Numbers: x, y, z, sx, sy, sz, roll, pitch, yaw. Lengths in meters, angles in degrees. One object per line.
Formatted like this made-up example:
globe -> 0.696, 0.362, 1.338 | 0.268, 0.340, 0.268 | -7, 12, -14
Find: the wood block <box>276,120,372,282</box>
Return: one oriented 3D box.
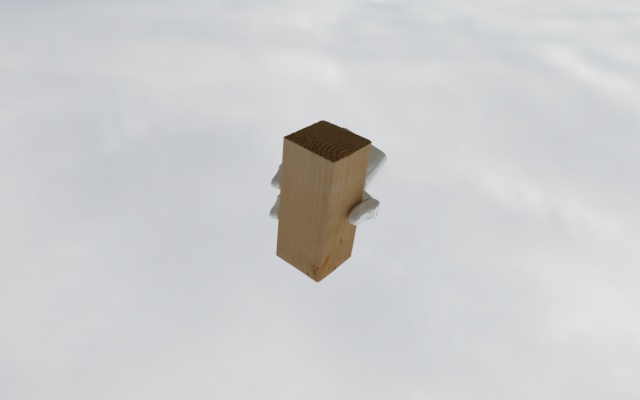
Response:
wood block -> 0.001, 0.002, 0.697 | 0.091, 0.206, 0.090 | 28, 40, 29
